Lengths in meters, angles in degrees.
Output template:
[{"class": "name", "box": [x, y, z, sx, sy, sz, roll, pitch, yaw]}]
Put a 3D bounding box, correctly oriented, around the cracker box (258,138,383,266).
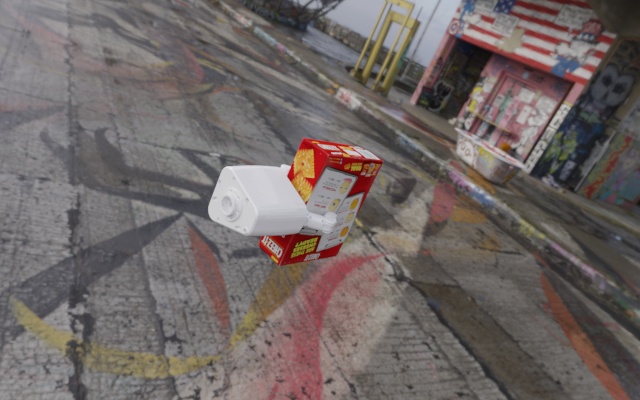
[{"class": "cracker box", "box": [0.000, 0.003, 0.847, 0.072, 0.214, 0.164, 39, 24, 32]}]
